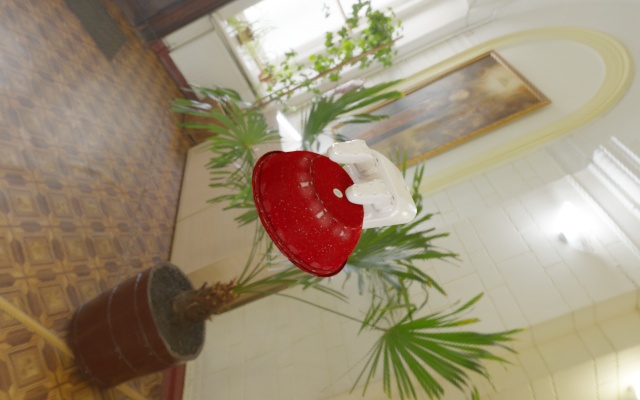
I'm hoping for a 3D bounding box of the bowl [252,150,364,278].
[{"bbox_3d":[0.000,0.002,0.537,0.055,0.162,0.162,-31,-17,31],"label":"bowl"}]
